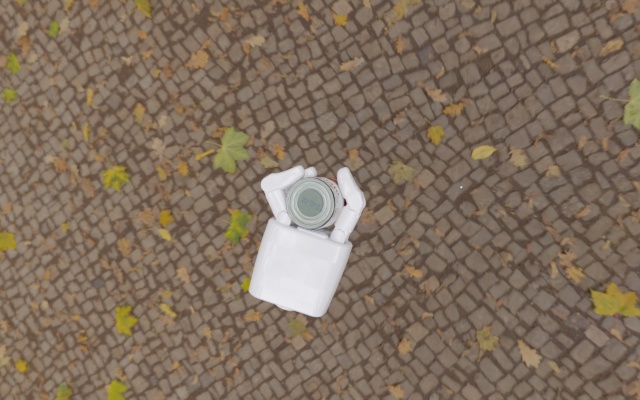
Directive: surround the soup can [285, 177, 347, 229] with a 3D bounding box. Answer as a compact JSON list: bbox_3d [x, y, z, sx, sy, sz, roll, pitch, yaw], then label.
[{"bbox_3d":[0.000,0.002,0.646,0.068,0.068,0.102,0,2,16],"label":"soup can"}]
